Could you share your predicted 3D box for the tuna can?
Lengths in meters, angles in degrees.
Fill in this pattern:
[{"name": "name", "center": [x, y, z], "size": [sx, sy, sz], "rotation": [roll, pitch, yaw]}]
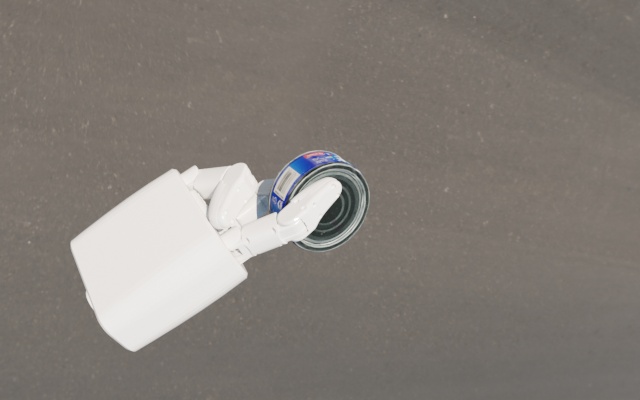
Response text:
[{"name": "tuna can", "center": [0.000, 0.002, 0.418], "size": [0.086, 0.086, 0.033], "rotation": [0, 22, -31]}]
